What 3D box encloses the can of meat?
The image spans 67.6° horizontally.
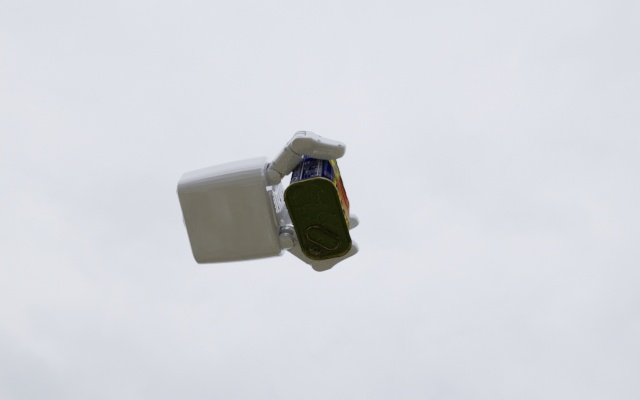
[{"bbox_3d":[0.000,0.002,0.543,0.057,0.102,0.084,-12,29,10],"label":"can of meat"}]
